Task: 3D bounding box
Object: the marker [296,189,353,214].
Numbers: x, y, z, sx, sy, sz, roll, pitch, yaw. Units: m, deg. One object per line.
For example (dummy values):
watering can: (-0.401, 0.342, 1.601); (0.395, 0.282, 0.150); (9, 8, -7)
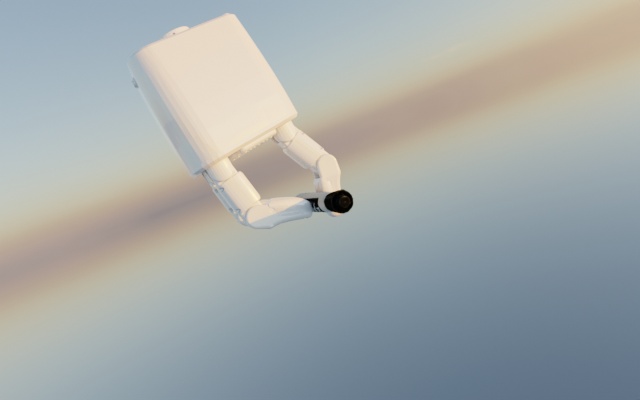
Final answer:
marker: (0.000, 0.001, 0.421); (0.020, 0.020, 0.121); (0, 0, -18)
